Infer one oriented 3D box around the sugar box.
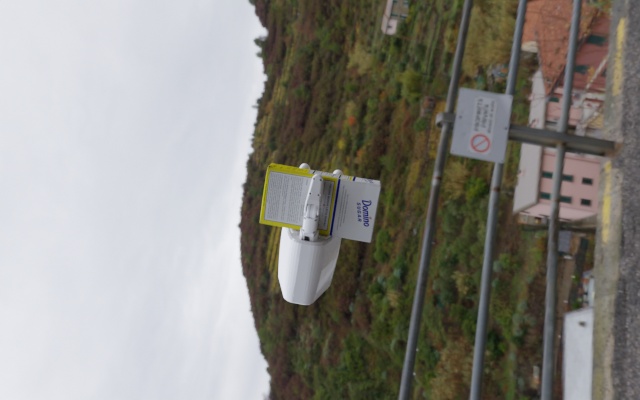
[{"bbox_3d":[0.000,0.002,0.740,0.176,0.093,0.048,10,14,2],"label":"sugar box"}]
